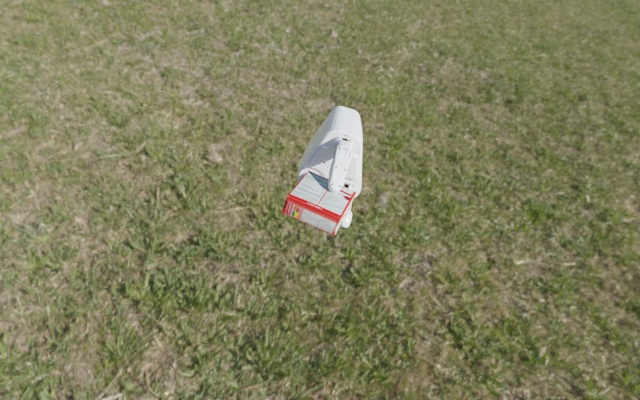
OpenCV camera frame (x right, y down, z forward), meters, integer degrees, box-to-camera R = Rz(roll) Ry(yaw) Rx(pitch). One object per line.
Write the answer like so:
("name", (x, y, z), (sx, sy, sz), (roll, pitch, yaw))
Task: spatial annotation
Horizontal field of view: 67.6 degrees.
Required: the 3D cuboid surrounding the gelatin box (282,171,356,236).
("gelatin box", (0.000, 0.002, 0.623), (0.073, 0.030, 0.089), (24, 29, 6))
